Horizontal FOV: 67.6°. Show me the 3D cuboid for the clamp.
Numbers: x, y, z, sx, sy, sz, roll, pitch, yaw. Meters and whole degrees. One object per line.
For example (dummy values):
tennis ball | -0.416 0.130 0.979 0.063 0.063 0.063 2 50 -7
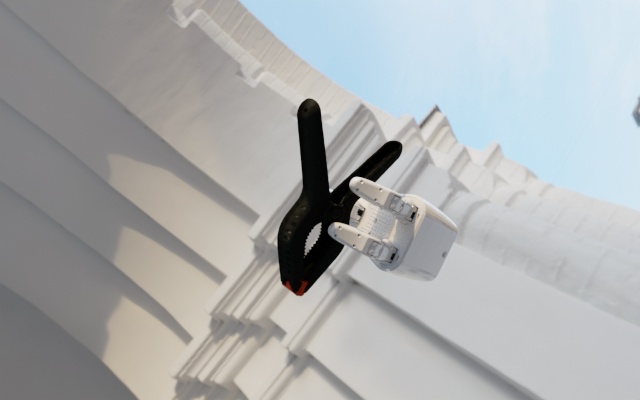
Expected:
clamp | -0.001 0.002 0.519 0.036 0.210 0.164 28 2 44
